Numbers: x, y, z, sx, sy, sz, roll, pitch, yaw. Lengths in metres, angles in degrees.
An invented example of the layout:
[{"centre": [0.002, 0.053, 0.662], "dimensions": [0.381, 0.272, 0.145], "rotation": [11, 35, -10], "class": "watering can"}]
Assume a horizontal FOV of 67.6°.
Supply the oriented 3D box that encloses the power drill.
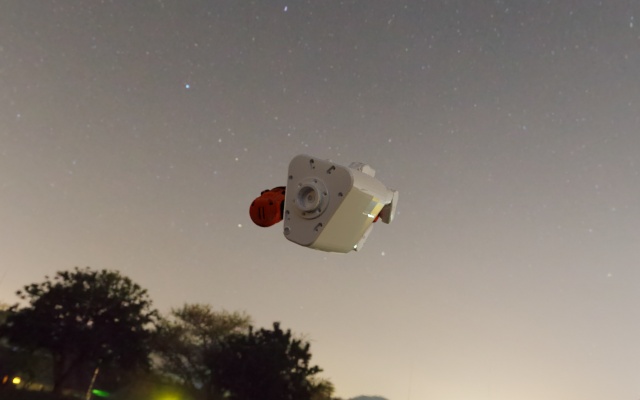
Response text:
[{"centre": [0.001, 0.002, 0.746], "dimensions": [0.187, 0.057, 0.184], "rotation": [-4, 9, 12], "class": "power drill"}]
